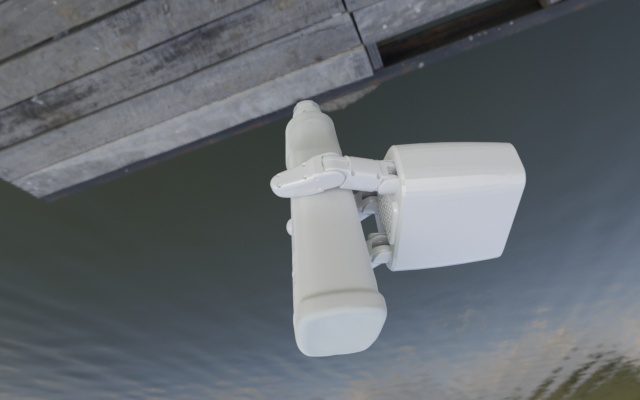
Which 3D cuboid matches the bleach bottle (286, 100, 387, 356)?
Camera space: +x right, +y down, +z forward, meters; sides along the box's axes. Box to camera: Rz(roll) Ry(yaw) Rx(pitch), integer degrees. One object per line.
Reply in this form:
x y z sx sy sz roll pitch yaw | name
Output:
0.000 0.002 0.431 0.068 0.250 0.103 -4 -34 -6 | bleach bottle
